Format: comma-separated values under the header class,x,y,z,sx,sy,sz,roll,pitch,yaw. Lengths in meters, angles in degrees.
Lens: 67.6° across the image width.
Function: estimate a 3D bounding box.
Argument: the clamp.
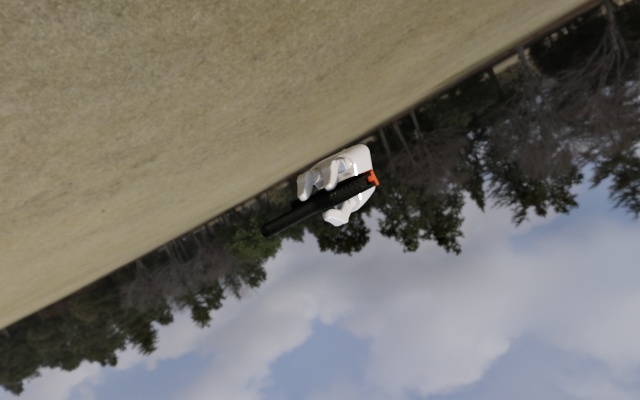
class,x,y,z,sx,sy,sz,roll,pitch,yaw
clamp,0.001,0.003,0.837,0.210,0.036,0.164,-23,9,29
